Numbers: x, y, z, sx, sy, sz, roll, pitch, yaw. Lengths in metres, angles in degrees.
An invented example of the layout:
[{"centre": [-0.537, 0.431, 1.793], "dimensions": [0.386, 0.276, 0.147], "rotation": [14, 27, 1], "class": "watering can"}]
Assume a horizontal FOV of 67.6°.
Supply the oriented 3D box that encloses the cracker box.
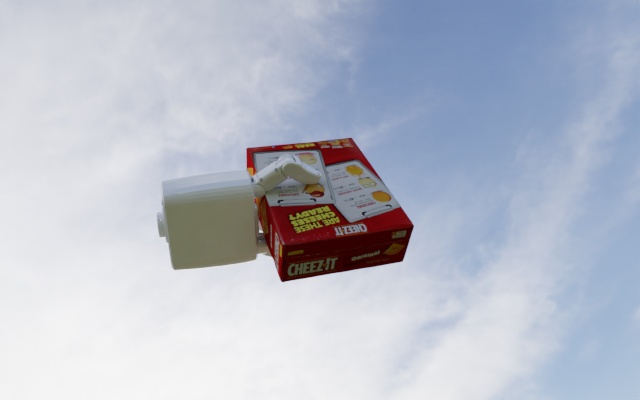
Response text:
[{"centre": [0.000, 0.002, 0.639], "dimensions": [0.164, 0.072, 0.213], "rotation": [-7, 39, -17], "class": "cracker box"}]
